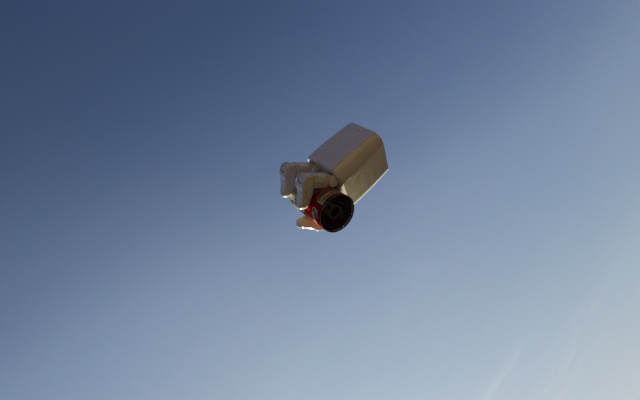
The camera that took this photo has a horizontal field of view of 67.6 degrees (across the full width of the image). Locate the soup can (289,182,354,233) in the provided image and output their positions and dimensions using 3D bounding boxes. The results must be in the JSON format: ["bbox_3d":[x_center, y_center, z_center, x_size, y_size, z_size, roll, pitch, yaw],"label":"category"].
[{"bbox_3d":[0.000,0.003,0.811,0.068,0.068,0.102,0,22,-37],"label":"soup can"}]
